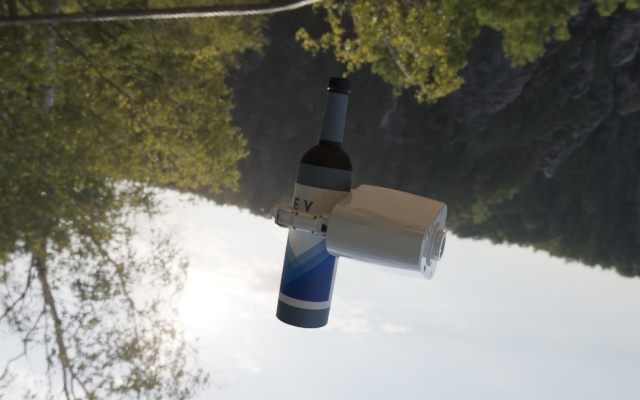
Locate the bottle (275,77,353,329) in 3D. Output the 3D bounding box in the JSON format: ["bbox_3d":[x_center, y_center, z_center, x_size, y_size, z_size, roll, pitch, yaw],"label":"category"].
[{"bbox_3d":[0.000,0.002,0.577,0.069,0.296,0.069,9,6,-1],"label":"bottle"}]
